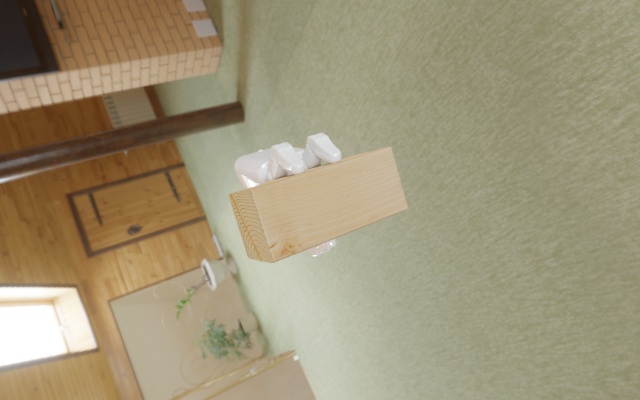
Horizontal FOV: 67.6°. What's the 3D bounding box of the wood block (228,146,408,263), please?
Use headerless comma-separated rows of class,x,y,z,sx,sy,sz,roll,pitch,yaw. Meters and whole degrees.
wood block,0.000,0.002,0.626,0.206,0.091,0.090,-19,7,-27
